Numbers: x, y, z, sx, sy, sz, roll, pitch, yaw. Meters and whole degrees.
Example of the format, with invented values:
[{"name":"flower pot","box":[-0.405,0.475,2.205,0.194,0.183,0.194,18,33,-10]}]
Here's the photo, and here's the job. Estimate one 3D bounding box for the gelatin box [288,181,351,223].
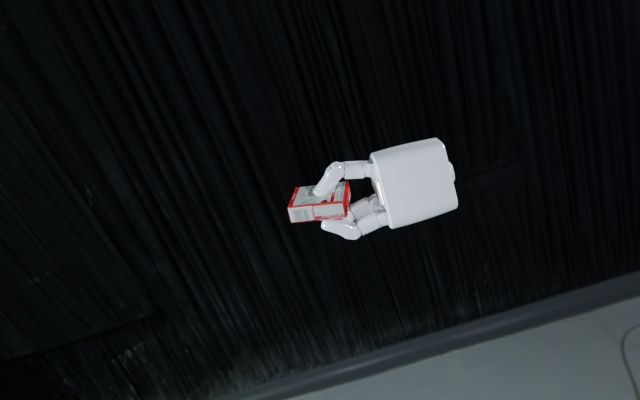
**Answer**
[{"name":"gelatin box","box":[0.000,0.002,0.736,0.089,0.030,0.073,-6,25,11]}]
